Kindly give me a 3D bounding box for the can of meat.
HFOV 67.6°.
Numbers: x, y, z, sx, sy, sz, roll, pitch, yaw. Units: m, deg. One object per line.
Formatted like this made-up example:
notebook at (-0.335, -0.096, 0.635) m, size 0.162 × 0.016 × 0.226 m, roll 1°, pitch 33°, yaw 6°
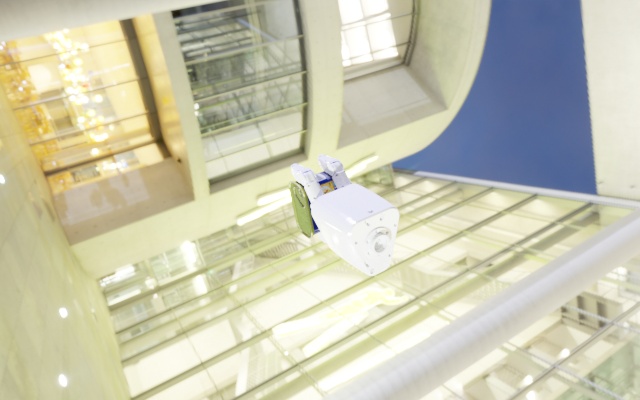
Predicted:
can of meat at (0.000, 0.003, 0.826) m, size 0.084 × 0.102 × 0.057 m, roll -22°, pitch 26°, yaw -23°
